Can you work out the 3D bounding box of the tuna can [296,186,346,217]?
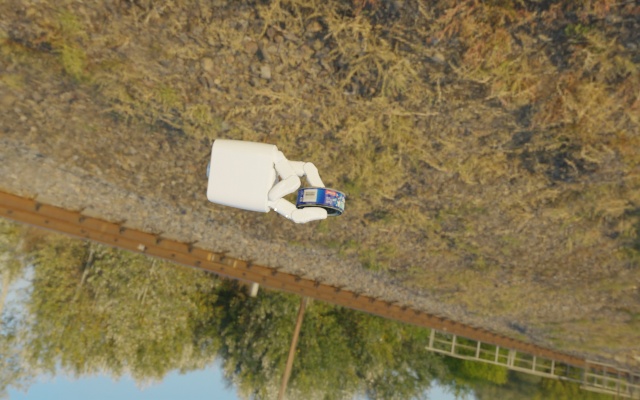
[{"bbox_3d":[0.000,0.003,0.845,0.086,0.033,0.086,6,-14,2],"label":"tuna can"}]
